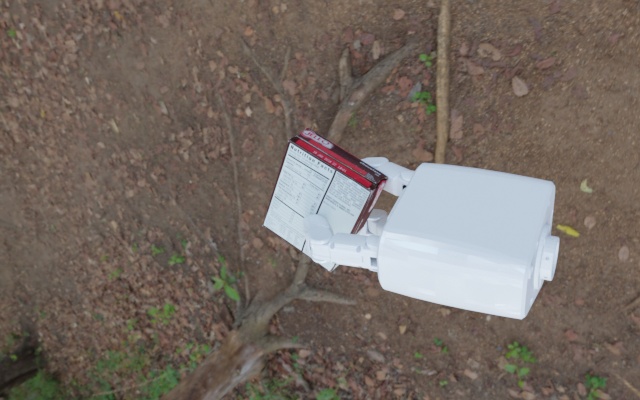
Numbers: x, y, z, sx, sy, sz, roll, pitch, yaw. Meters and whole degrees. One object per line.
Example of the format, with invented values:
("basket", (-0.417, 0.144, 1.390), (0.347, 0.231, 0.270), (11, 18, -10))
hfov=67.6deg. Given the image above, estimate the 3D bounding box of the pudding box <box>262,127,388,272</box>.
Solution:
("pudding box", (0.000, 0.002, 0.452), (0.090, 0.114, 0.039), (34, 38, 14))
